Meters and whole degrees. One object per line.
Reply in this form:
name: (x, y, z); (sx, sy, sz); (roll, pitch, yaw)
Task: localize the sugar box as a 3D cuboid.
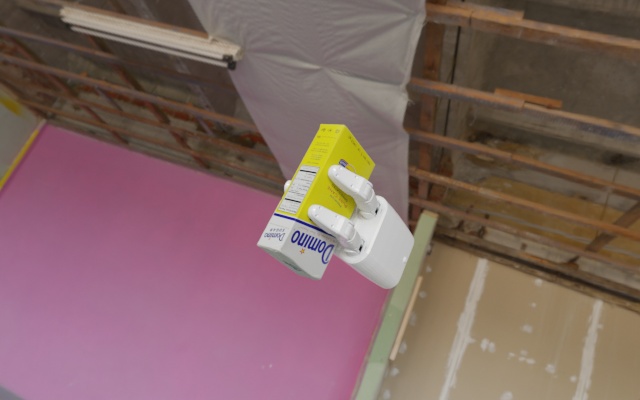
sugar box: (0.001, 0.002, 0.595); (0.048, 0.176, 0.093); (9, -23, 39)
